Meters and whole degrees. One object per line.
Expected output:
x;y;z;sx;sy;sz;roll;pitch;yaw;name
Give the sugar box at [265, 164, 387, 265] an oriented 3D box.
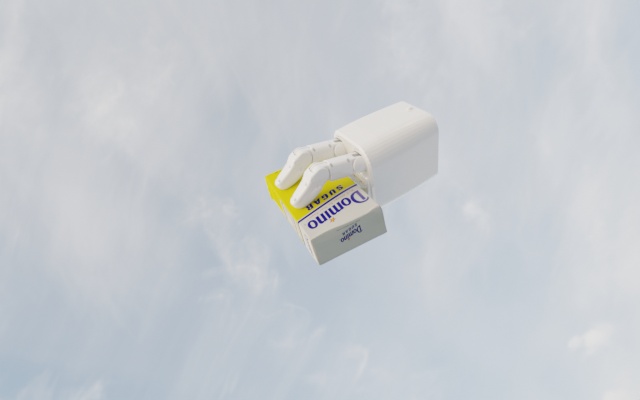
0.000;0.001;0.608;0.093;0.048;0.176;-25;32;-12;sugar box
